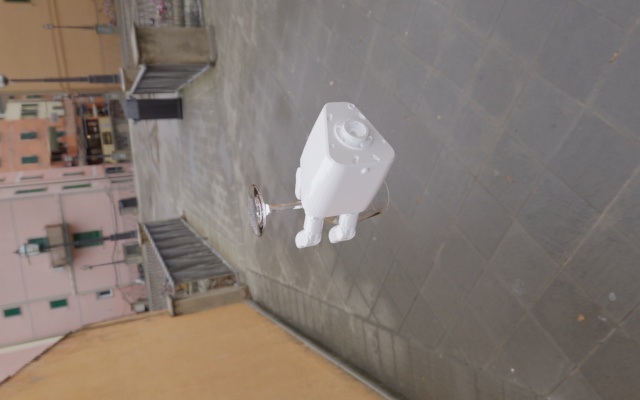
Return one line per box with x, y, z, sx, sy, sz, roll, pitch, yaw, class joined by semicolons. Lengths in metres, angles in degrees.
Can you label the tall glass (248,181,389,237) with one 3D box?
-0.001;0.002;0.704;0.201;0.079;0.079;-7;3;-24;tall glass
